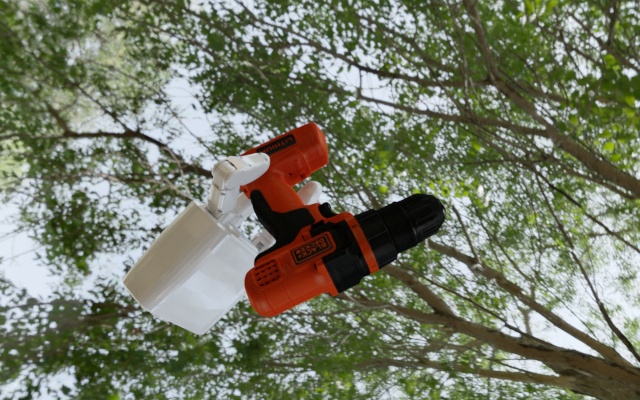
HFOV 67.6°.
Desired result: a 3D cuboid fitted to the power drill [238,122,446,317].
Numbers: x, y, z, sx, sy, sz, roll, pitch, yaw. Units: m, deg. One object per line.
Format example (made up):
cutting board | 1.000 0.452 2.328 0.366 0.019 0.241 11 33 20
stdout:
power drill | 0.000 0.001 0.457 0.184 0.057 0.187 -25 43 -3
